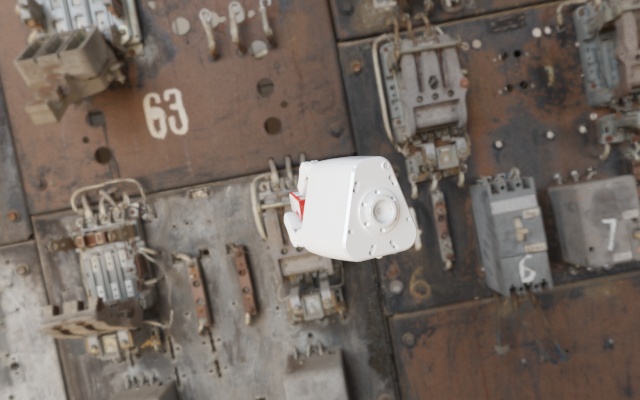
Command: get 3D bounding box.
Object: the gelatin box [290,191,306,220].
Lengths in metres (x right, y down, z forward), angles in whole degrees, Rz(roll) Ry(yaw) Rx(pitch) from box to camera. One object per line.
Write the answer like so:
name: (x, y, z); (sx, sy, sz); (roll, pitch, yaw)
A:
gelatin box: (0.000, 0.002, 0.668); (0.073, 0.030, 0.089); (-10, 9, -11)
